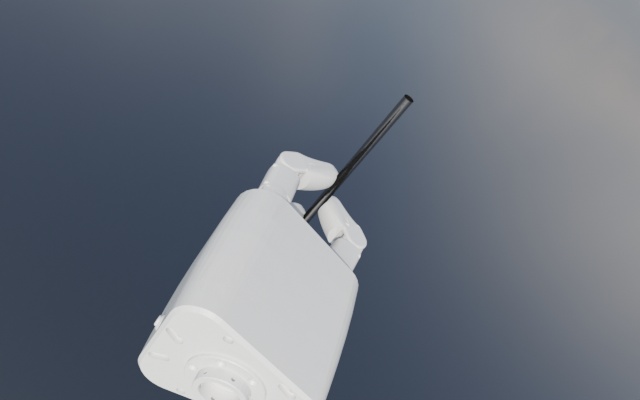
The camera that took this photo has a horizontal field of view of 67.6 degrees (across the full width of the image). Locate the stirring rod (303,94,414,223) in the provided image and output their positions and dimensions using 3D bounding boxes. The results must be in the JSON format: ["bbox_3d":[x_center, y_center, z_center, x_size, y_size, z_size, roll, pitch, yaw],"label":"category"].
[{"bbox_3d":[0.000,0.001,0.409,0.011,0.011,0.240,0,-38,-41],"label":"stirring rod"}]
